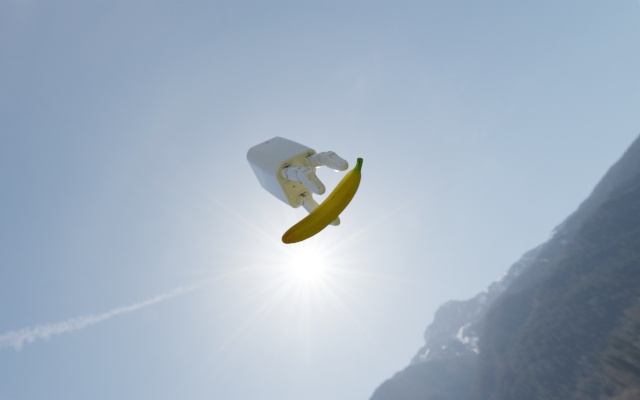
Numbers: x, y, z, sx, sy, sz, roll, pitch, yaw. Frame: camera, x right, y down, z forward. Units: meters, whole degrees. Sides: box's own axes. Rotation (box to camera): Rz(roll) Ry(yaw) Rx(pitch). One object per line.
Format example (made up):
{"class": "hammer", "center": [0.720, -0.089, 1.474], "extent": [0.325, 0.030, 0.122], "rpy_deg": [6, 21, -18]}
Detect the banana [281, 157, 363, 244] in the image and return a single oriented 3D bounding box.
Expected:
{"class": "banana", "center": [0.009, 0.011, 0.824], "extent": [0.037, 0.197, 0.070], "rpy_deg": [31, -17, 38]}
